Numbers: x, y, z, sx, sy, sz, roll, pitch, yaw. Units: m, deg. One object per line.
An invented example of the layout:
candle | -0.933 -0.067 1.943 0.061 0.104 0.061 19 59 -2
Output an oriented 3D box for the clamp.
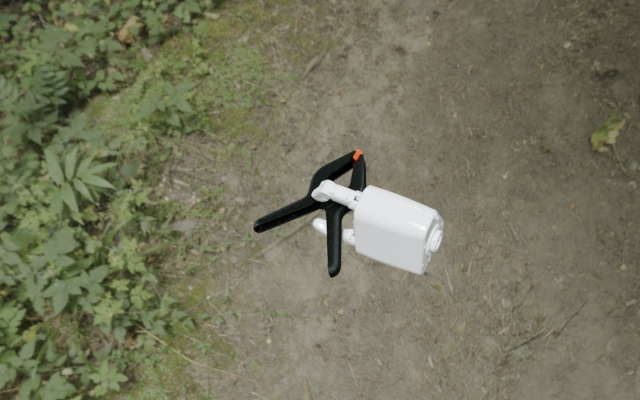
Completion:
clamp | 0.000 0.002 0.763 0.164 0.210 0.036 21 -21 23
